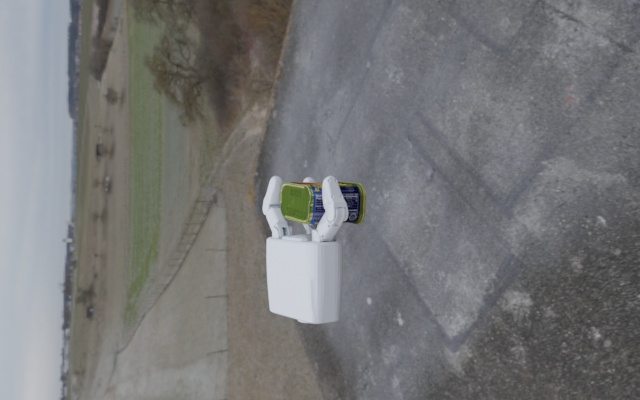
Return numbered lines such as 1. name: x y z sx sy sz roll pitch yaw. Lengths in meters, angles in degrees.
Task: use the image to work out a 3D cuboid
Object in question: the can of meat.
1. can of meat: 0.000 0.002 0.661 0.084 0.057 0.102 -1 6 -28
